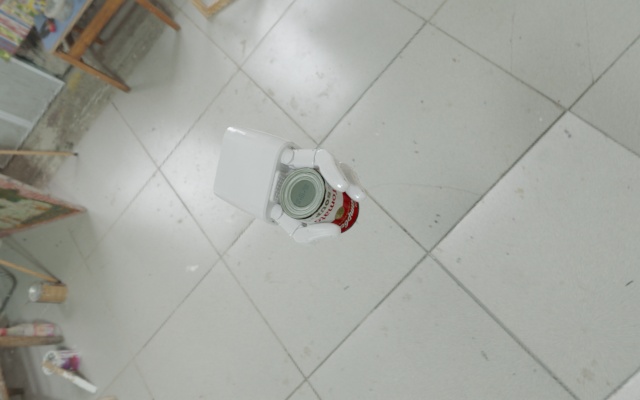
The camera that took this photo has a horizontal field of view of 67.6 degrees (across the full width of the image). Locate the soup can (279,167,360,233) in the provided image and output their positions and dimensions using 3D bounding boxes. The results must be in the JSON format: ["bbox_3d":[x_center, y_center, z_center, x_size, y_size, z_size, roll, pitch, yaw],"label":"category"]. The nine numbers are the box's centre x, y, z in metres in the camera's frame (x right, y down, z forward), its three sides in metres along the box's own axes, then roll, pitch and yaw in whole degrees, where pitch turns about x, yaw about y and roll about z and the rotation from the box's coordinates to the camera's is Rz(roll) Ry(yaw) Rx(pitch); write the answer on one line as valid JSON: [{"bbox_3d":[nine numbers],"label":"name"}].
[{"bbox_3d":[0.000,0.002,0.625,0.068,0.068,0.102,0,-14,29],"label":"soup can"}]
